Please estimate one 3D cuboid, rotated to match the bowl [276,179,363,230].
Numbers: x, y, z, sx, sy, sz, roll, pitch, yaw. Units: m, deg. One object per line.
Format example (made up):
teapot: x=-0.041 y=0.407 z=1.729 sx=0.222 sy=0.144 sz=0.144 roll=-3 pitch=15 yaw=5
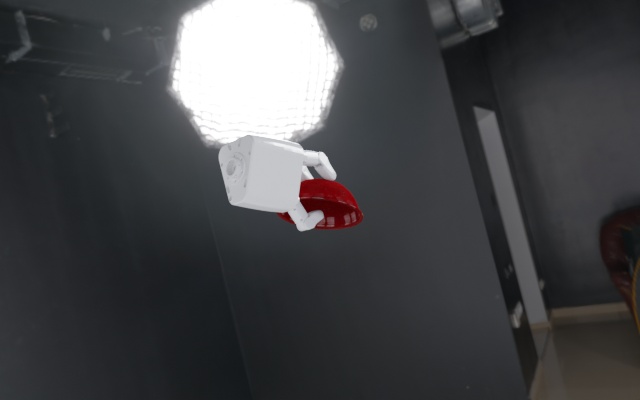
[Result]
bowl: x=0.001 y=0.003 z=0.885 sx=0.162 sy=0.055 sz=0.162 roll=5 pitch=-22 yaw=2
